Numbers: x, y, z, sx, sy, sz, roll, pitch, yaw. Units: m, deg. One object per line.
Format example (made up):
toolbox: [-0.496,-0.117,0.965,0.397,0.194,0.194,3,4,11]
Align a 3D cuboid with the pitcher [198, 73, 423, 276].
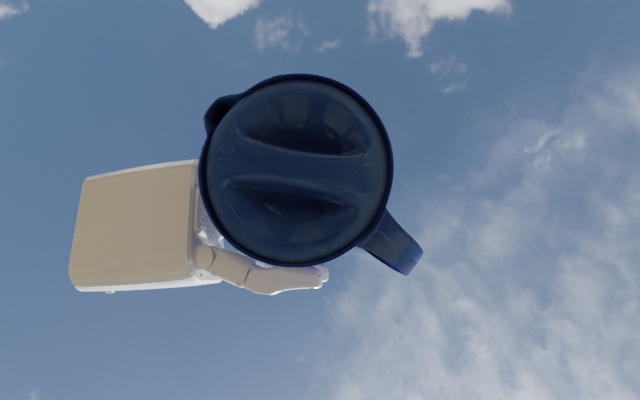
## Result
pitcher: [0.000,0.001,0.430,0.145,0.149,0.243,-9,-9,4]
